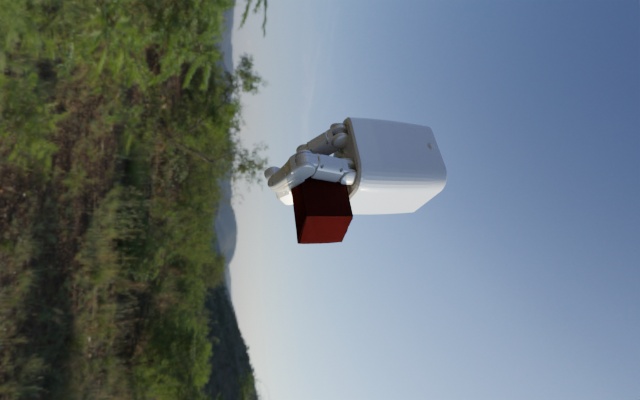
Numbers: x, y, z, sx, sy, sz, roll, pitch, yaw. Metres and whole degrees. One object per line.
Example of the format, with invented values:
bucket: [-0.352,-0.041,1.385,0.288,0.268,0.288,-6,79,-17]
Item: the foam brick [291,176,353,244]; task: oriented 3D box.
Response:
foam brick: [0.000,0.002,0.523,0.051,0.078,0.053,2,-37,-14]
